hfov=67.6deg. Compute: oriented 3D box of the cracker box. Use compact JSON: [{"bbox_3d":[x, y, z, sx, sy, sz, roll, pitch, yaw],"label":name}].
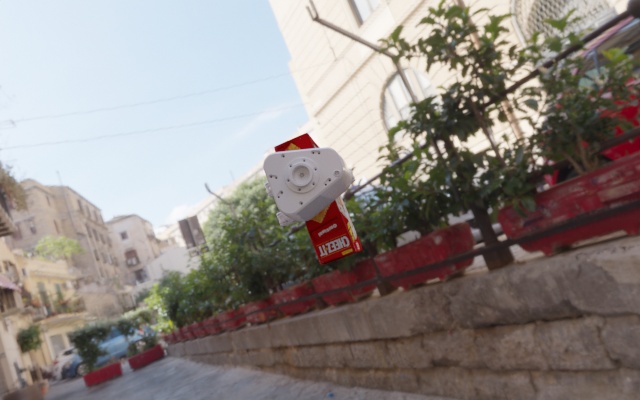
[{"bbox_3d":[0.000,0.003,0.852,0.072,0.213,0.164,-22,-8,7],"label":"cracker box"}]
